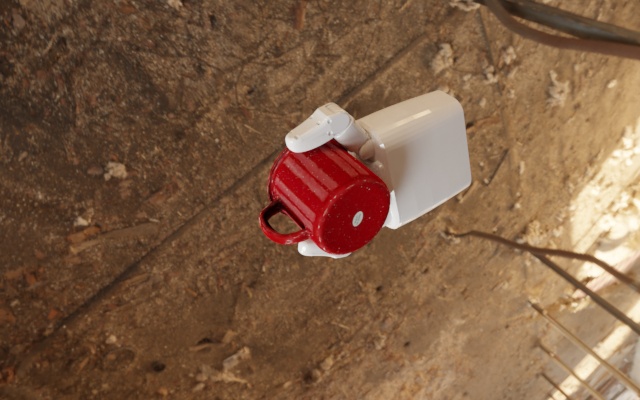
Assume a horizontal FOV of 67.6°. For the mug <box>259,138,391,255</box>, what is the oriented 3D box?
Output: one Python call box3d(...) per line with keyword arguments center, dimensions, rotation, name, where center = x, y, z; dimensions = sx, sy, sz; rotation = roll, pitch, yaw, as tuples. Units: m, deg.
box3d(center=(-0.001, 0.002, 0.436), dimensions=(0.117, 0.093, 0.081), rotation=(-28, 43, -18), name="mug")
